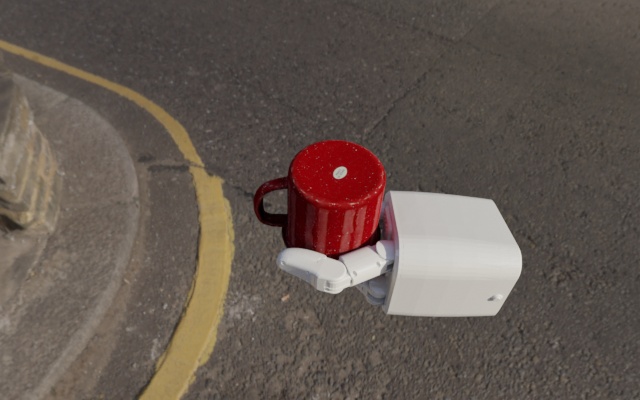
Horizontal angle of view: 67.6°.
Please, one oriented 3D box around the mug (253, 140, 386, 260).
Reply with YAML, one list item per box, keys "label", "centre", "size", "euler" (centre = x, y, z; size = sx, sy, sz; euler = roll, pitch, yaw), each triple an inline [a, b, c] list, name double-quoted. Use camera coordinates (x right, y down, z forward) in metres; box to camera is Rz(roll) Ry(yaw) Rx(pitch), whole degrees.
- label: "mug"
  centre: [-0.001, 0.001, 0.418]
  size: [0.117, 0.093, 0.082]
  euler: [2, -42, -2]
